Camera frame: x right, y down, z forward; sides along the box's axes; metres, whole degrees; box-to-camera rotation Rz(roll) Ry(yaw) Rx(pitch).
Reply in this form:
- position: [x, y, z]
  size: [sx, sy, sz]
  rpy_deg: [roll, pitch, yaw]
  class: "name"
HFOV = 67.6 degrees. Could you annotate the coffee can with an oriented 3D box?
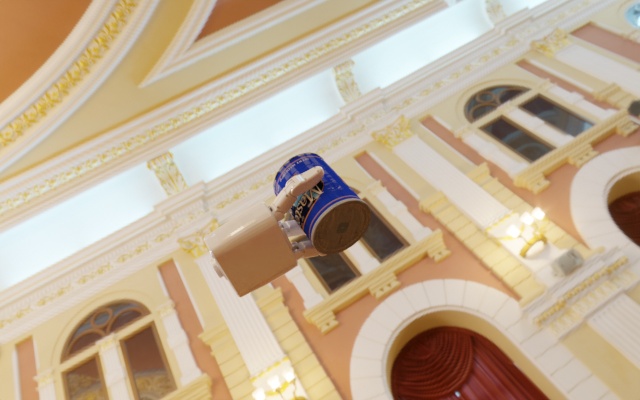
- position: [0.000, 0.002, 0.762]
  size: [0.103, 0.103, 0.140]
  rpy_deg: [0, 35, -36]
  class: "coffee can"
